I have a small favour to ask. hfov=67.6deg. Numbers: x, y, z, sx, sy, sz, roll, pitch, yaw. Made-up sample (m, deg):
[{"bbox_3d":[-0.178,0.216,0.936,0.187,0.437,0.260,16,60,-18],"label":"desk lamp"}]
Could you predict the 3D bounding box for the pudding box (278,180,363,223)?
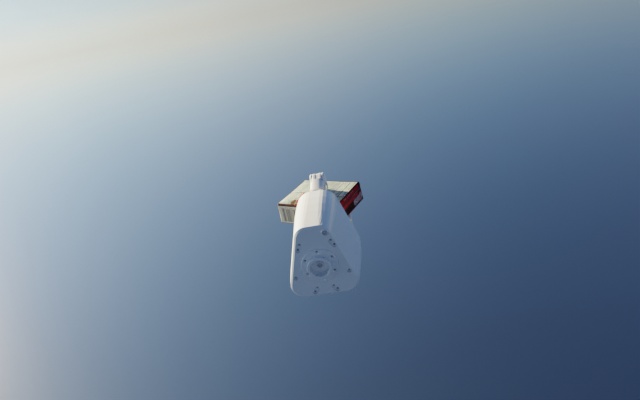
[{"bbox_3d":[0.000,0.002,0.779,0.113,0.039,0.090,5,31,32],"label":"pudding box"}]
